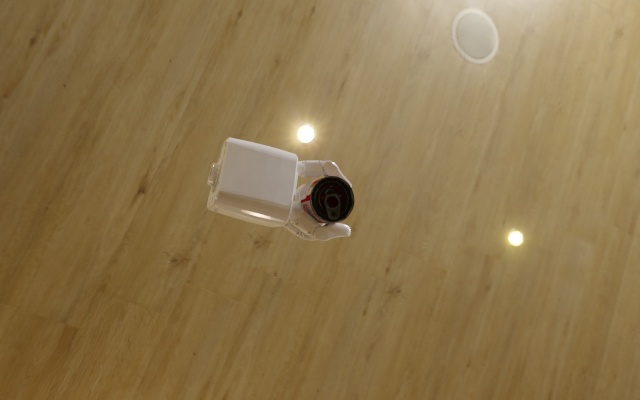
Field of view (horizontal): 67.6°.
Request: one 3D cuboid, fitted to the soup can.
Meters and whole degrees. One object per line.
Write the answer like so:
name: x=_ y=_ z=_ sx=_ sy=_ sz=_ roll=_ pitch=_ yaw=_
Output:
soup can: x=0.000 y=0.002 z=0.726 sx=0.068 sy=0.068 sz=0.102 roll=0 pitch=-5 yaw=-21
